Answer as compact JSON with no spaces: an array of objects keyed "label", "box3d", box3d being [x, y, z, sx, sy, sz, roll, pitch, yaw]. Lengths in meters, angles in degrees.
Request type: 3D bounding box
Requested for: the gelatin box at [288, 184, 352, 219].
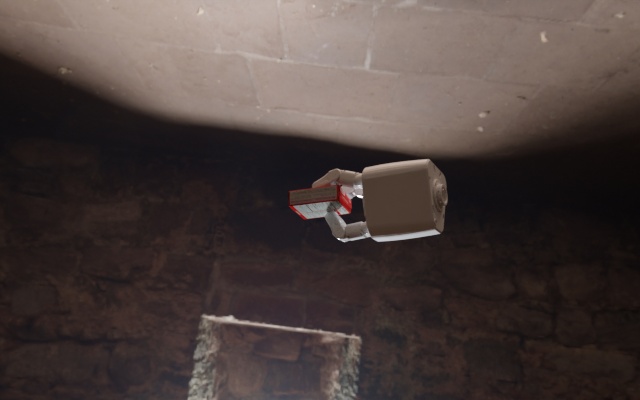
[{"label":"gelatin box","box3d":[0.000,0.003,0.795,0.089,0.030,0.073,-8,-21,17]}]
